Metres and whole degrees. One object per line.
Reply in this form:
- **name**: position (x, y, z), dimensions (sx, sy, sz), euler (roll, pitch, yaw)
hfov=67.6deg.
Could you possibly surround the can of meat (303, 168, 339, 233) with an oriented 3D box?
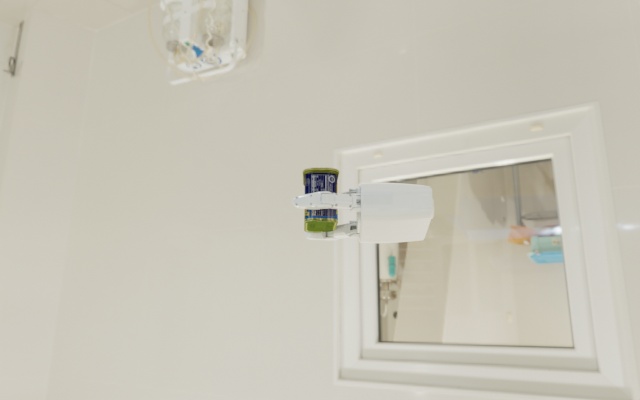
- **can of meat**: position (0.000, 0.003, 0.764), dimensions (0.057, 0.084, 0.102), euler (0, -14, -2)
